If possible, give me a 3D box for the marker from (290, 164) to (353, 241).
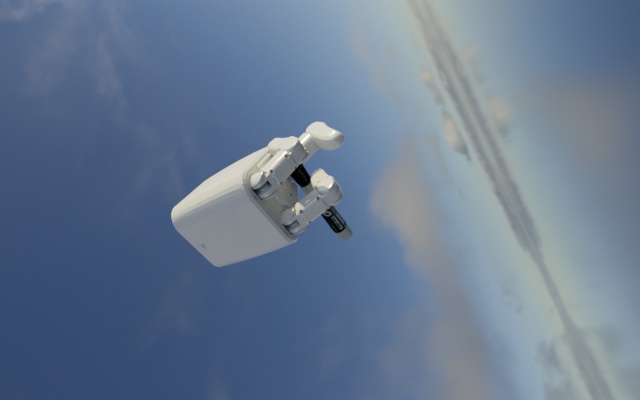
[{"bbox_3d":[0.000,0.002,0.556,0.020,0.020,0.121,0,-43,46],"label":"marker"}]
